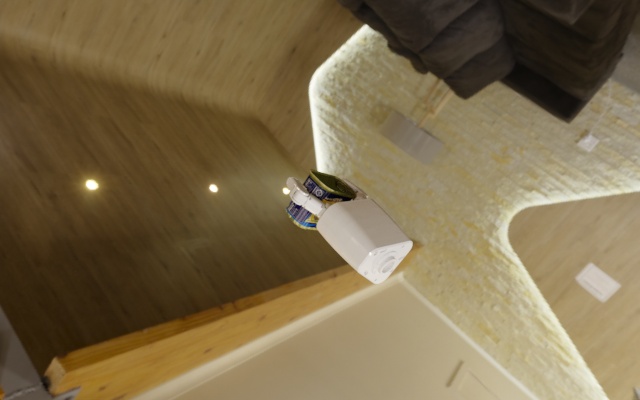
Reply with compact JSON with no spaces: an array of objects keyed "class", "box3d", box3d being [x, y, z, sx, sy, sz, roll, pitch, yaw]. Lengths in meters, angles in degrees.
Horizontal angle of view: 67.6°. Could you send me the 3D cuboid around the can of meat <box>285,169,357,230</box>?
[{"class":"can of meat","box3d":[0.000,0.003,0.805,0.057,0.084,0.102,46,19,30]}]
